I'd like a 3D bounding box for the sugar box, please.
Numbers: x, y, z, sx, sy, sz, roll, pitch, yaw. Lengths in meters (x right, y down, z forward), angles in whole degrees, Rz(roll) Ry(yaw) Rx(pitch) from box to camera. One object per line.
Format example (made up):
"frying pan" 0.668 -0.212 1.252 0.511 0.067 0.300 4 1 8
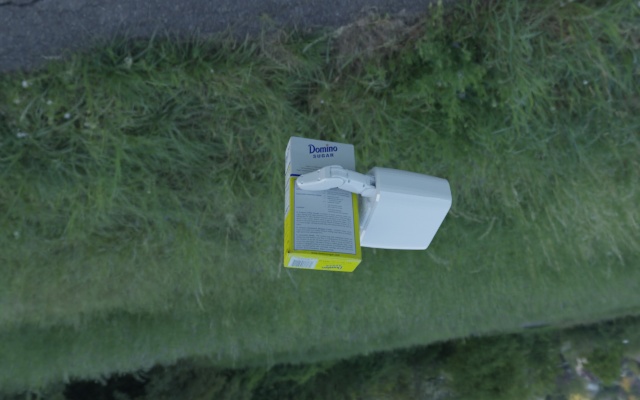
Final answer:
"sugar box" 0.000 0.002 0.631 0.093 0.176 0.048 7 -33 -13
